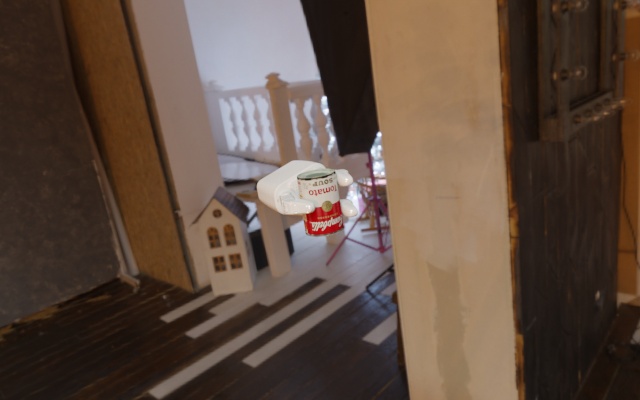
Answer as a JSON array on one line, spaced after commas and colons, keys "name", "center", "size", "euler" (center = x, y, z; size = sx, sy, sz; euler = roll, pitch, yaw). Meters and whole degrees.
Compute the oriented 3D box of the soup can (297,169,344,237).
[{"name": "soup can", "center": [0.000, 0.002, 0.810], "size": [0.068, 0.102, 0.068], "euler": [-8, 15, 2]}]
